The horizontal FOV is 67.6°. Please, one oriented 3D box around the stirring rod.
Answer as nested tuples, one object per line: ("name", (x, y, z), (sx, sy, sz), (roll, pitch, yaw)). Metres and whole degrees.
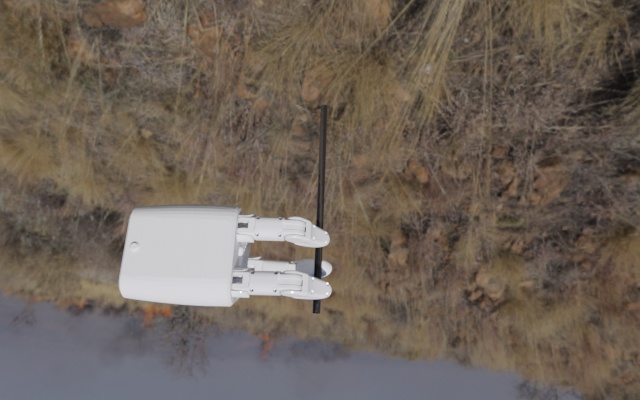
("stirring rod", (0.000, 0.002, 0.527), (0.011, 0.239, 0.011), (2, -19, 1))
